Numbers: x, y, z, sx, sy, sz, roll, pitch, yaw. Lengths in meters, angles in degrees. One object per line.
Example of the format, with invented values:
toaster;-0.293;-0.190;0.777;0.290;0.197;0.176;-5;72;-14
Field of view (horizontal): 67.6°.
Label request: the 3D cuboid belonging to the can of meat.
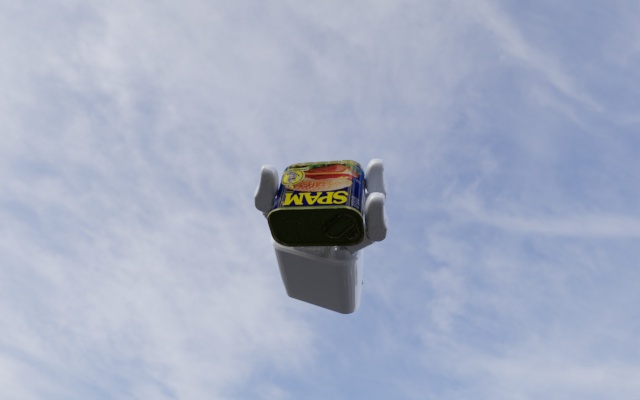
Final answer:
can of meat;0.000;0.001;0.532;0.102;0.057;0.084;-2;42;11
